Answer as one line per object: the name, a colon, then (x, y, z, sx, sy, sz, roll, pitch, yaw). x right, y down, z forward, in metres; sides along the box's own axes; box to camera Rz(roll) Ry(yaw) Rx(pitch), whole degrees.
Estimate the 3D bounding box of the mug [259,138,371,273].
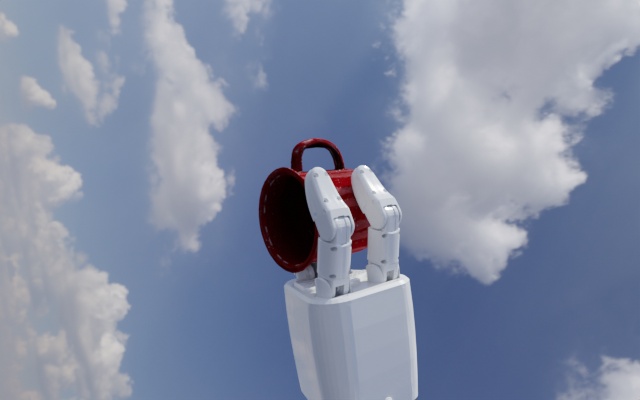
mug: (0.000, 0.000, 0.441, 0.081, 0.117, 0.093, -8, 4, -37)
